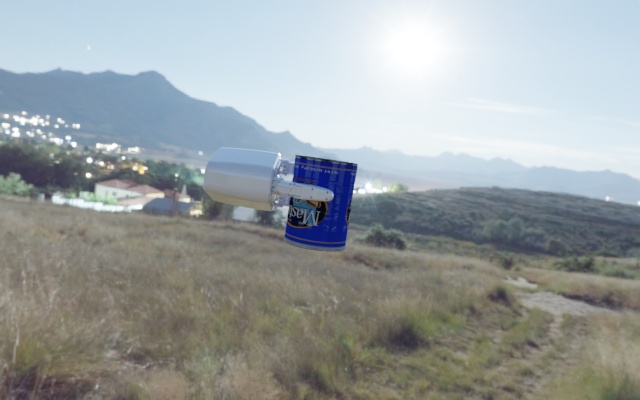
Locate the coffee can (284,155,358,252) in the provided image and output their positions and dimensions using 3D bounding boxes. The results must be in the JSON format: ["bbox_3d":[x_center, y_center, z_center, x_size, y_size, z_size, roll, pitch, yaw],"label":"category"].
[{"bbox_3d":[0.000,0.003,0.774,0.103,0.140,0.103,8,6,-1],"label":"coffee can"}]
